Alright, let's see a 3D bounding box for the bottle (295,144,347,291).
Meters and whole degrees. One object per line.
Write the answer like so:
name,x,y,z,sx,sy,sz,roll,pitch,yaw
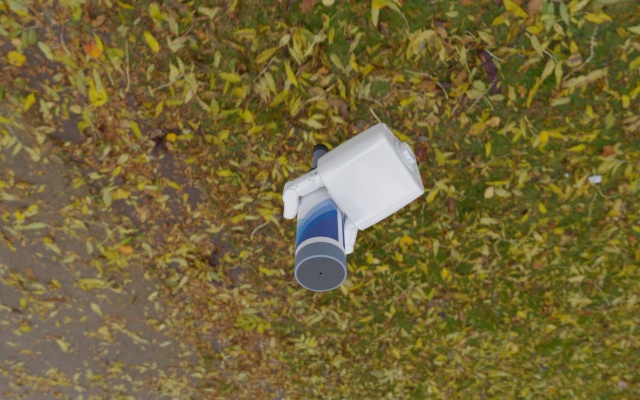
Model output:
bottle,0.000,0.003,0.718,0.069,0.069,0.295,0,38,0
